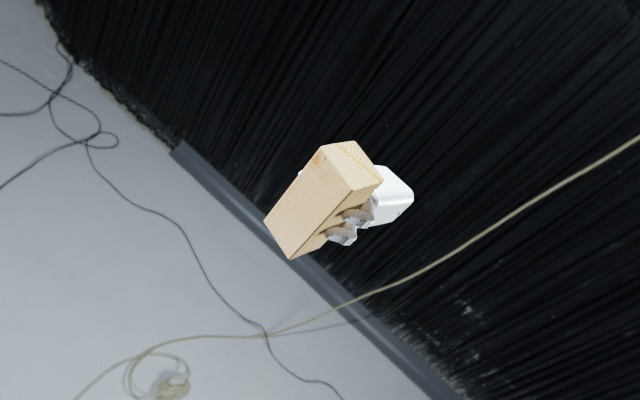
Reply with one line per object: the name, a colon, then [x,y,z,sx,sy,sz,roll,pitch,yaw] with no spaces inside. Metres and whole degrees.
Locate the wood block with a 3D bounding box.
wood block: [0.000,0.002,0.820,0.090,0.090,0.206,-17,-25,-46]
